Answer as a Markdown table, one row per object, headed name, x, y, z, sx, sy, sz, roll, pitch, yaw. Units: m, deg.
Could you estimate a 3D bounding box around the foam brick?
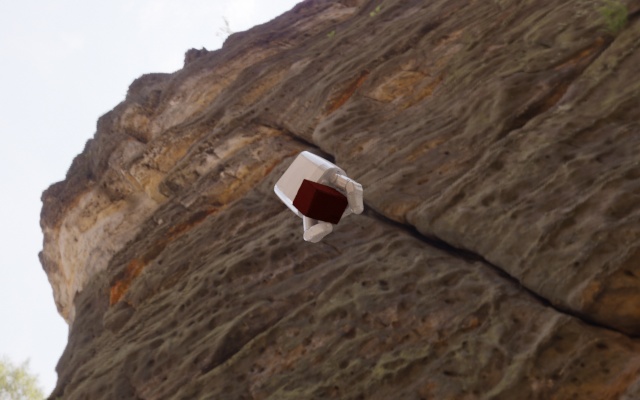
| name | x | y | z | sx | sy | sz | roll | pitch | yaw |
| --- | --- | --- | --- | --- | --- | --- | --- | --- | --- |
| foam brick | 0.000 | 0.003 | 0.831 | 0.078 | 0.053 | 0.051 | 17 | 15 | -40 |
